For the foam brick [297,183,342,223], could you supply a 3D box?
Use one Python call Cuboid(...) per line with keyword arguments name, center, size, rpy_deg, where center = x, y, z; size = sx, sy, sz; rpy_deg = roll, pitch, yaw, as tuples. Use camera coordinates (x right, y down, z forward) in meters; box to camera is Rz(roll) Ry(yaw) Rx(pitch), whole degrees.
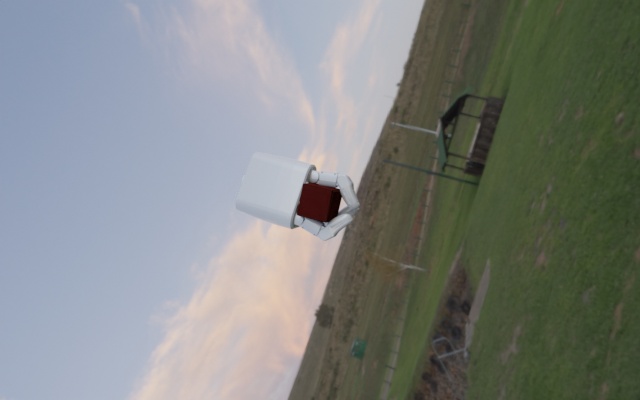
Cuboid(name="foam brick", center=(0.000, 0.002, 0.773), size=(0.051, 0.053, 0.078), rpy_deg=(14, 5, 13))
